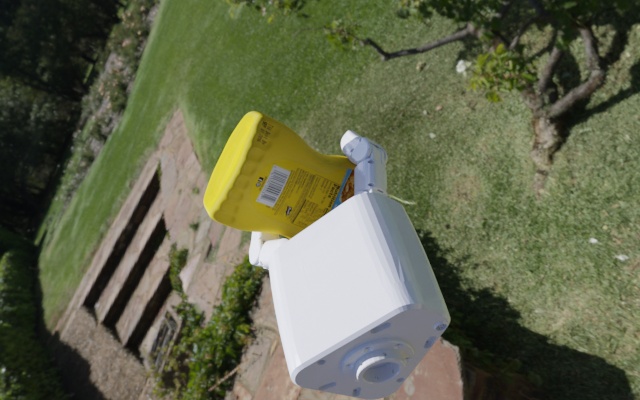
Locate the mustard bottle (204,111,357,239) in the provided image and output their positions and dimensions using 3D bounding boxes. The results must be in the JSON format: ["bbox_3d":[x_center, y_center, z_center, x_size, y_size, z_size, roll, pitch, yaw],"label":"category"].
[{"bbox_3d":[0.000,0.001,0.435,0.192,0.096,0.058,24,7,-30],"label":"mustard bottle"}]
